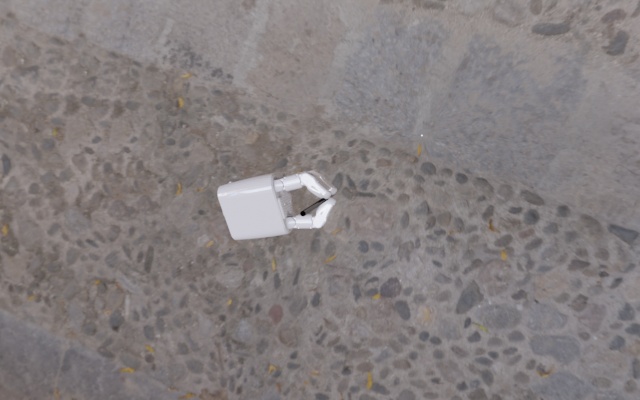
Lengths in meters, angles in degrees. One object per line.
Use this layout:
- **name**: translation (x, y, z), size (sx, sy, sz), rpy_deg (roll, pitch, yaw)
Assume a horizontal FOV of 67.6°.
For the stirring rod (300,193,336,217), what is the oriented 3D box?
- **stirring rod**: translation (0.000, 0.003, 0.781), size (0.011, 0.011, 0.239), rpy_deg (0, 8, 12)
